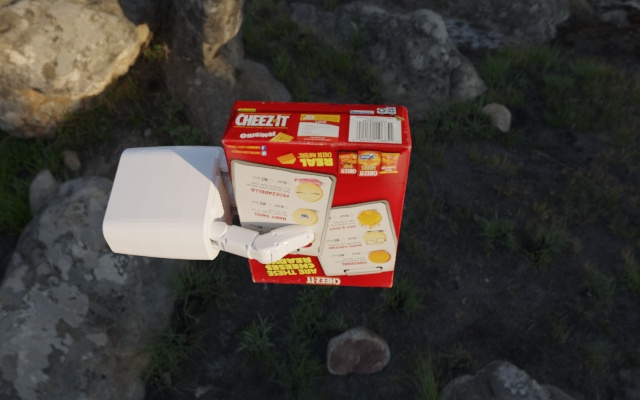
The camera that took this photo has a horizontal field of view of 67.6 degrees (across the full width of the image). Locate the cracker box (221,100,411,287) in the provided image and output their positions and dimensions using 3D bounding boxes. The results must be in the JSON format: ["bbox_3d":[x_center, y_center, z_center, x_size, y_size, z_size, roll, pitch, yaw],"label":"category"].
[{"bbox_3d":[0.000,0.002,0.498,0.164,0.072,0.214,2,-43,4],"label":"cracker box"}]
